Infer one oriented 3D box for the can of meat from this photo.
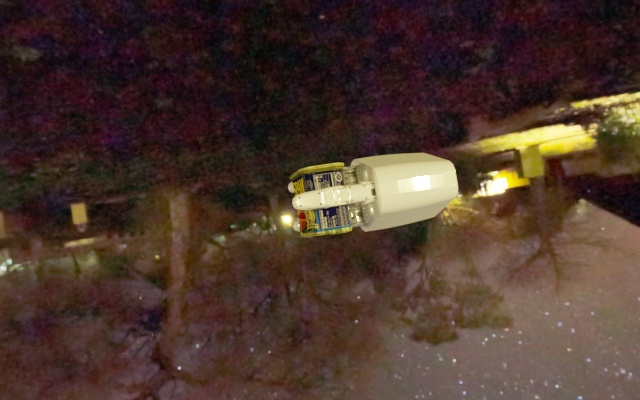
[{"bbox_3d":[0.000,0.002,0.610,0.057,0.084,0.102,-9,-2,-14],"label":"can of meat"}]
